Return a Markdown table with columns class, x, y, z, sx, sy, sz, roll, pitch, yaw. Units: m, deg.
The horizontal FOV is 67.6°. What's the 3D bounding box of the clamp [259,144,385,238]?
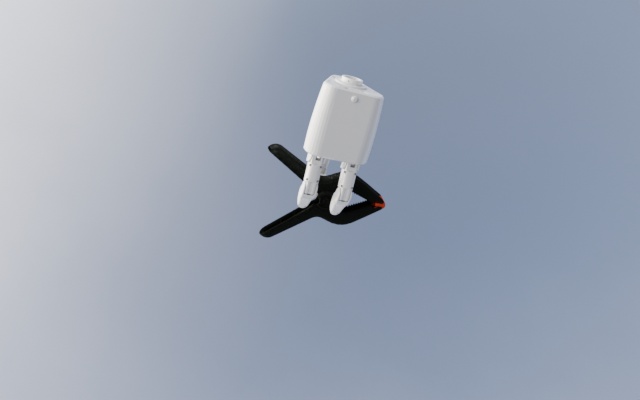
| class | x | y | z | sx | sy | sz | roll | pitch | yaw |
| --- | --- | --- | --- | --- | --- | --- | --- | --- | --- |
| clamp | 0.001 | 0.002 | 0.792 | 0.210 | 0.165 | 0.036 | 11 | 25 | -12 |
